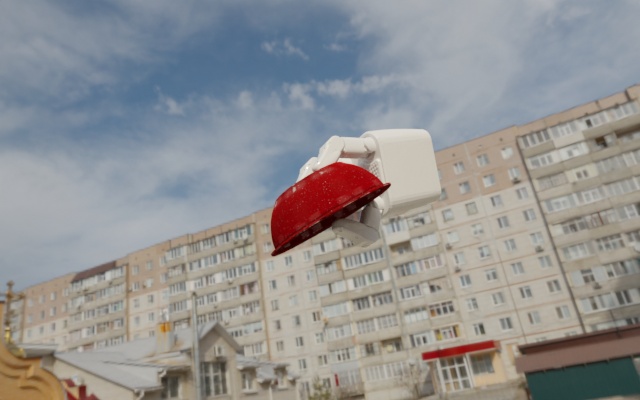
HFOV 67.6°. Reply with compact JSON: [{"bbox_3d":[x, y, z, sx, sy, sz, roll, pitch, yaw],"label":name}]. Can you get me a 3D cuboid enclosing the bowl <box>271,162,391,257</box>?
[{"bbox_3d":[-0.001,0.002,0.557,0.162,0.055,0.162,-31,-6,-4],"label":"bowl"}]
